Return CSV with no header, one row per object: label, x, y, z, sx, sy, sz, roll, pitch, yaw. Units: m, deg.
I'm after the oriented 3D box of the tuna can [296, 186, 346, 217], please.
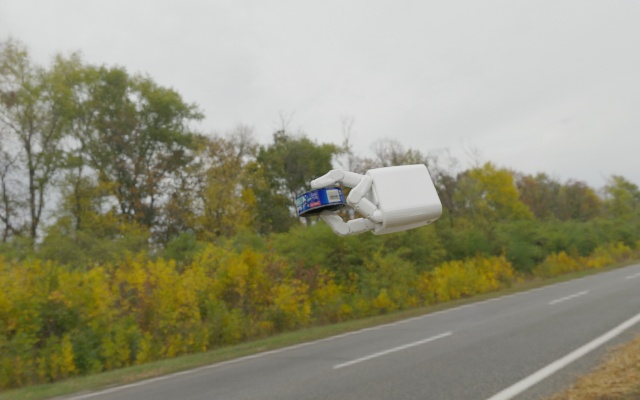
tuna can,0.000,0.002,0.850,0.086,0.033,0.086,-13,-10,-2
